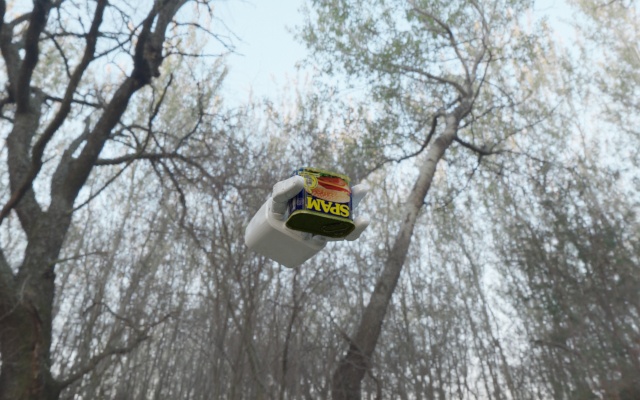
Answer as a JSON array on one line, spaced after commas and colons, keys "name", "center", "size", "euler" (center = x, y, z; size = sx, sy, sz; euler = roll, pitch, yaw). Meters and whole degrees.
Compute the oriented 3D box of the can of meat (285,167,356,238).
[{"name": "can of meat", "center": [0.000, 0.002, 0.724], "size": [0.102, 0.084, 0.057], "euler": [13, -33, -21]}]
